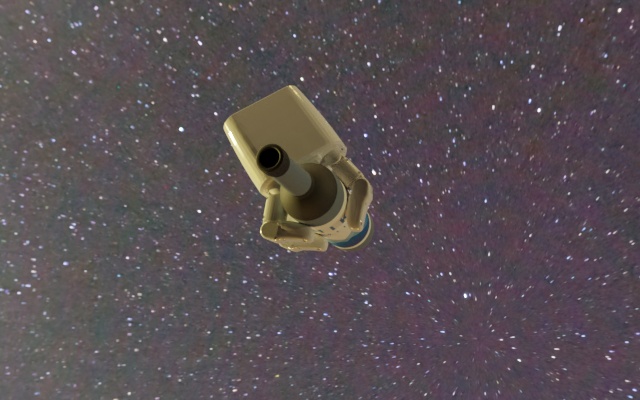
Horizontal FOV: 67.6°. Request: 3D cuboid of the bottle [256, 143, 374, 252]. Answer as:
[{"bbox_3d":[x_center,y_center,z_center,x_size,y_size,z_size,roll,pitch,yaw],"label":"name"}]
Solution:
[{"bbox_3d":[0.000,0.002,0.551,0.069,0.069,0.296,0,-15,18],"label":"bottle"}]
